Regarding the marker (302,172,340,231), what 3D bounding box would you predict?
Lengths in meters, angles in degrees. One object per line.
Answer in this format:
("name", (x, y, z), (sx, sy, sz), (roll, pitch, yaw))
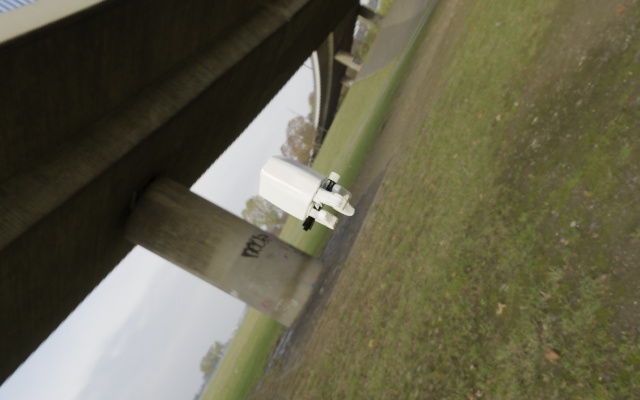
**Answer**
("marker", (0.000, 0.003, 0.885), (0.020, 0.121, 0.020), (28, -9, 5))
